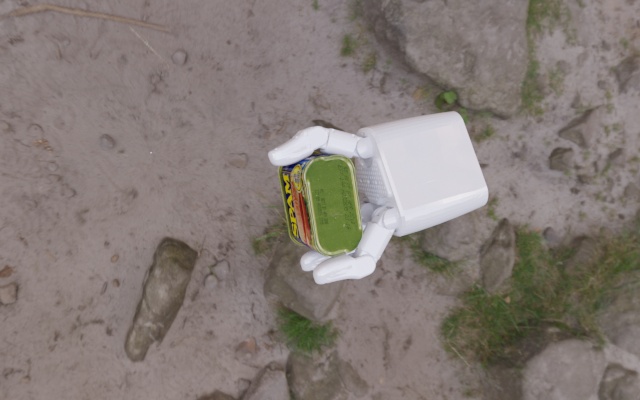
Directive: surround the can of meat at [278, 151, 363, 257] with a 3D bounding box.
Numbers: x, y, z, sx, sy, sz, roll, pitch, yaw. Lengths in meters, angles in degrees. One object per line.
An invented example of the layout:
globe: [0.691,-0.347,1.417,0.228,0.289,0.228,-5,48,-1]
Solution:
can of meat: [0.000,0.002,0.485,0.057,0.102,0.084,-12,9,-18]
